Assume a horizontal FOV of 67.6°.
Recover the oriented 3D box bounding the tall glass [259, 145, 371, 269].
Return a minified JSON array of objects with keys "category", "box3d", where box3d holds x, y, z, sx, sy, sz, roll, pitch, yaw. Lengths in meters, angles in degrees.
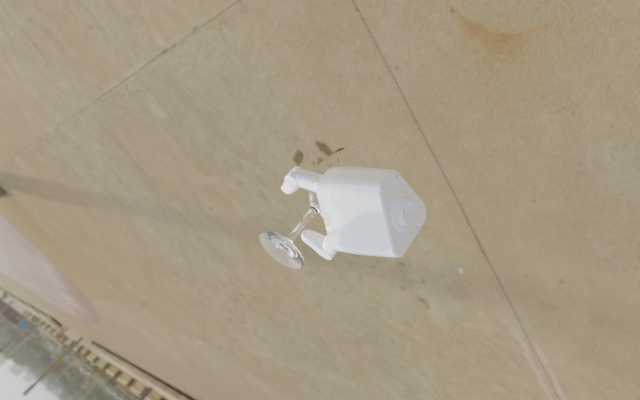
[{"category":"tall glass","box3d":[0.000,0.003,0.703,0.079,0.079,0.201,0,42,46]}]
